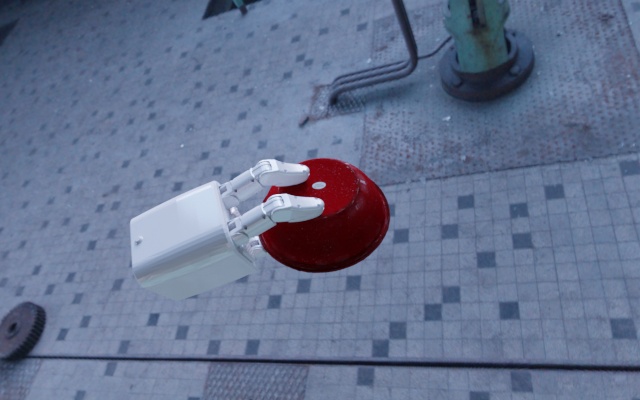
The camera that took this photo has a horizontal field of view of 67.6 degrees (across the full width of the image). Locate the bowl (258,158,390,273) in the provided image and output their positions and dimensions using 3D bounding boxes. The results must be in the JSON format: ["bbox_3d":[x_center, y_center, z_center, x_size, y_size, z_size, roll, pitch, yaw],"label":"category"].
[{"bbox_3d":[0.001,0.001,0.556,0.162,0.162,0.055,0,-40,8],"label":"bowl"}]
